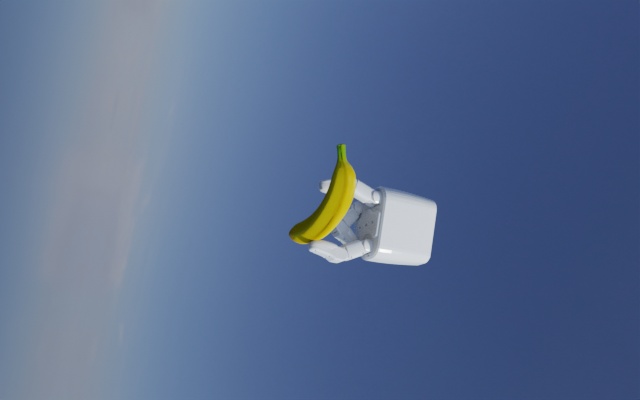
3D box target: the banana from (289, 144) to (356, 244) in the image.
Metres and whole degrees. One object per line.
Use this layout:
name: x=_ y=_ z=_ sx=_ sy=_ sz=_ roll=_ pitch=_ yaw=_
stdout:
banana: x=0.005 y=0.014 z=0.685 sx=0.037 sy=0.069 sz=0.198 roll=10 pitch=-47 yaw=-25
